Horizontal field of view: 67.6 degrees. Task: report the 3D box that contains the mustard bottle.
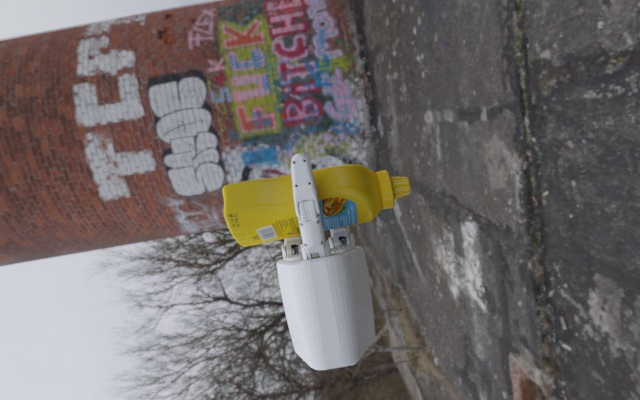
[{"bbox_3d":[0.000,0.001,0.508,0.191,0.058,0.096,-10,-27,1],"label":"mustard bottle"}]
